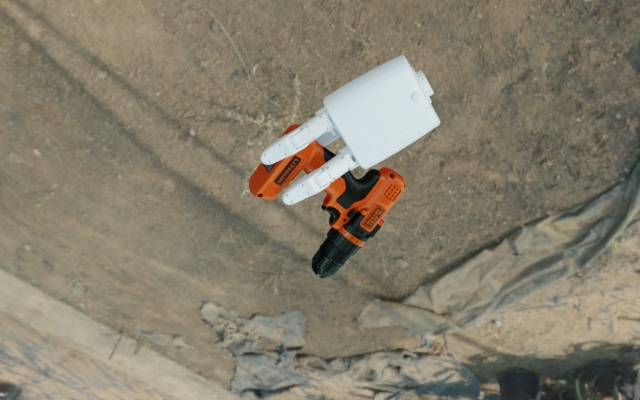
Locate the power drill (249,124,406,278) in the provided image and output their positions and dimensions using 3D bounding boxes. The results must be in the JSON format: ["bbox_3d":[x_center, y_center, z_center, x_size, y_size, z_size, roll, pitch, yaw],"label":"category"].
[{"bbox_3d":[0.000,0.002,0.637,0.188,0.184,0.057,32,9,-31],"label":"power drill"}]
